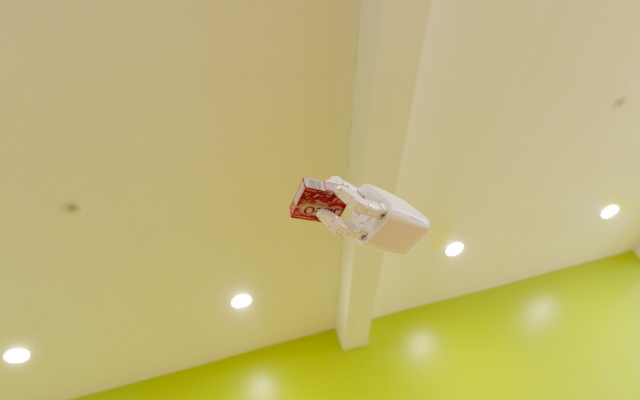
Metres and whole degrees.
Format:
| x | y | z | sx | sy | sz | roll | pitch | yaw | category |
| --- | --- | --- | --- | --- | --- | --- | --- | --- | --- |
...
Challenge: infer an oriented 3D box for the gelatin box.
| x | y | z | sx | sy | sz | roll | pitch | yaw | category |
| --- | --- | --- | --- | --- | --- | --- | --- | --- | --- |
| 0.000 | 0.002 | 0.822 | 0.089 | 0.073 | 0.030 | 10 | 40 | -22 | gelatin box |
